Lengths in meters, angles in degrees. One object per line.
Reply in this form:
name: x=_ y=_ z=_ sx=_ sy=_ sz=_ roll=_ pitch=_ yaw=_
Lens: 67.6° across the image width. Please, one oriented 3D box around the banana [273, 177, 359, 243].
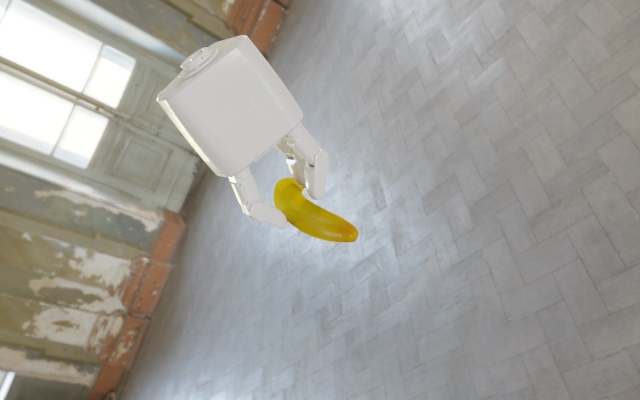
banana: x=-0.019 y=0.005 z=0.592 sx=0.069 sy=0.037 sz=0.197 roll=-15 pitch=26 yaw=-12
